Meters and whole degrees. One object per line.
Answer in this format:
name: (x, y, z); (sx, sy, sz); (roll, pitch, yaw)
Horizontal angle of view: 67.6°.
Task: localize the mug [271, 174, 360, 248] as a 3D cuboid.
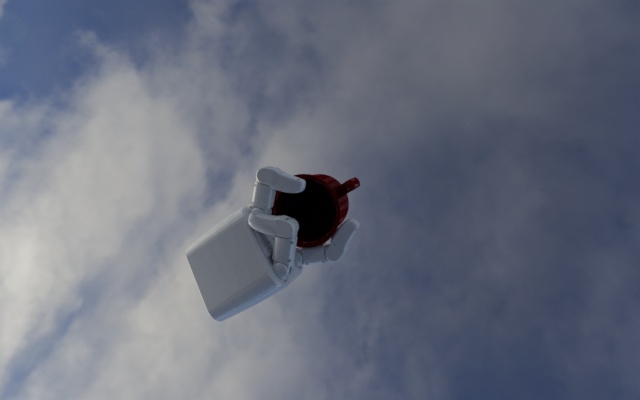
mug: (0.001, 0.001, 0.625); (0.117, 0.093, 0.081); (-33, -2, 17)
